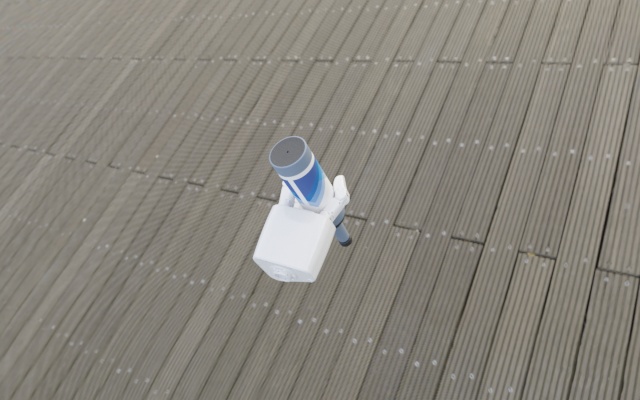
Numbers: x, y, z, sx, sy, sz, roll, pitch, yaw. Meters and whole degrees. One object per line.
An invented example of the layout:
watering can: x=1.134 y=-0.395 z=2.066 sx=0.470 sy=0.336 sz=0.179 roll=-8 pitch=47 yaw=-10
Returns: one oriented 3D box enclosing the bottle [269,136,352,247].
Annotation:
bottle: x=0.000 y=0.003 z=0.879 sx=0.069 sy=0.069 sz=0.296 roll=0 pitch=-34 yaw=26
